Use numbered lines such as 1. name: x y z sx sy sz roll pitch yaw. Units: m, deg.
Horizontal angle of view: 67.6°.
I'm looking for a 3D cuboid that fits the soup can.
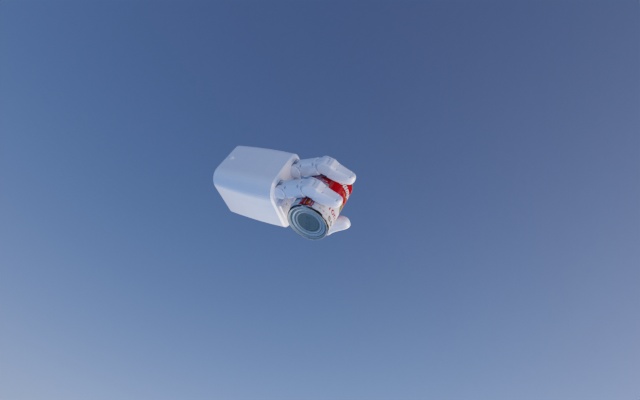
1. soup can: 0.000 0.003 0.726 0.068 0.068 0.102 0 38 30
